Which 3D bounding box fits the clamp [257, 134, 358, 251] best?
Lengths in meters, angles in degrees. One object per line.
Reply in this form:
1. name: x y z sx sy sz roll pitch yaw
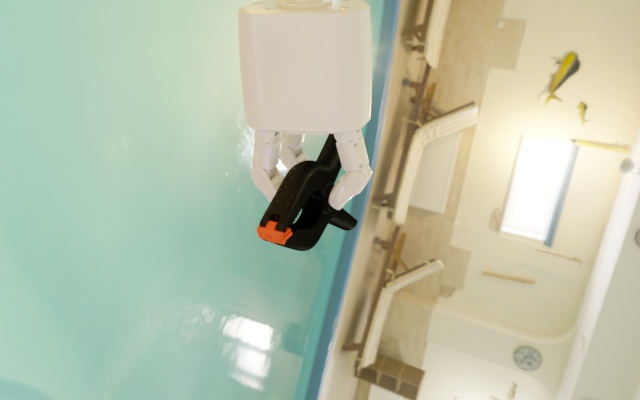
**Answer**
1. clamp: 0.001 0.002 0.522 0.036 0.165 0.210 11 34 23
